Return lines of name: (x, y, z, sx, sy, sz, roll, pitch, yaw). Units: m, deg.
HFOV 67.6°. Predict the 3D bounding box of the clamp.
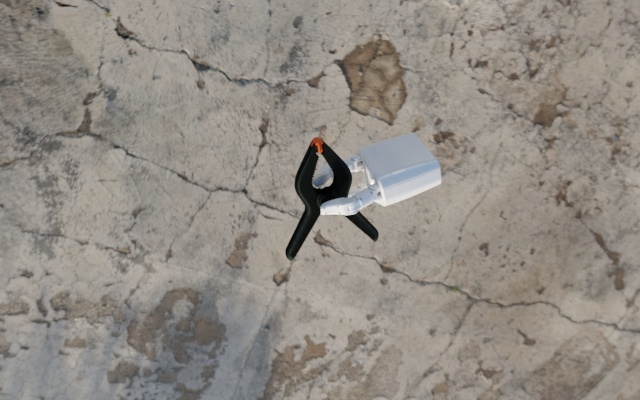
clamp: (0.000, 0.002, 0.784, 0.164, 0.210, 0.036, -19, 26, -6)
